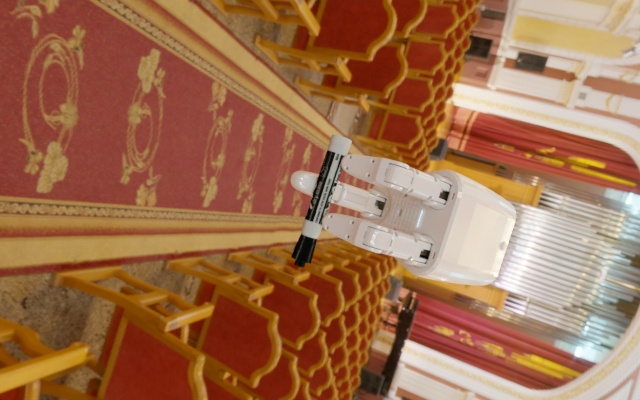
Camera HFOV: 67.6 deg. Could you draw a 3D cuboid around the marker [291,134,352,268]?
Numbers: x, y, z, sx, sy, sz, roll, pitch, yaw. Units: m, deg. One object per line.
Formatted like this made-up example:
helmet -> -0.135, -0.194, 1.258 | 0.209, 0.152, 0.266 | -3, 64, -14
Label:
marker -> 0.000, 0.001, 0.425 | 0.020, 0.121, 0.020 | 18, 2, -1
